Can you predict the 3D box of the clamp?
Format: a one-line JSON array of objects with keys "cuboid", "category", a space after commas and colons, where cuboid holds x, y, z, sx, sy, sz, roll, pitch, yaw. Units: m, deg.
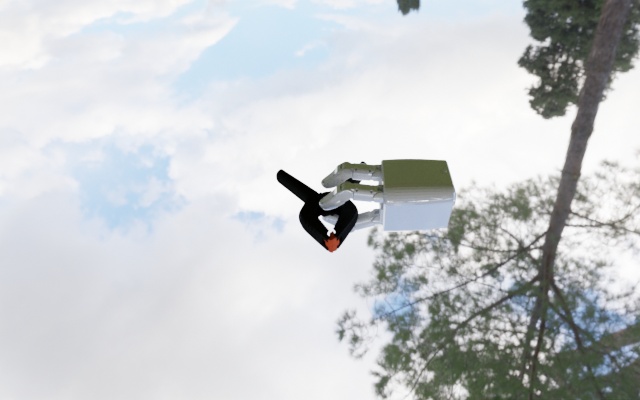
[{"cuboid": [0.000, 0.004, 0.785, 0.164, 0.036, 0.209, -2, 39, 5], "category": "clamp"}]
